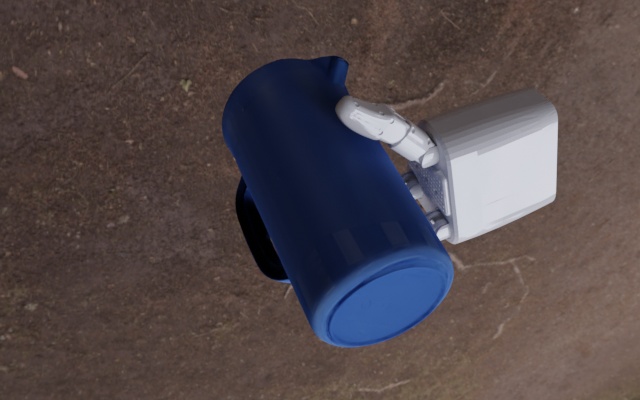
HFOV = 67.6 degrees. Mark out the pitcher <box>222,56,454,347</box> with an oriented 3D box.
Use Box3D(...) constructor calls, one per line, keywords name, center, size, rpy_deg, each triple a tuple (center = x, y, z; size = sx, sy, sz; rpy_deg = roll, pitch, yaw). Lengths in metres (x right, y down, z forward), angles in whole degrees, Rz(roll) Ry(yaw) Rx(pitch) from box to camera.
Box3D(name="pitcher", center=(0.000, 0.001, 0.409), size=(0.145, 0.149, 0.242), rpy_deg=(-19, 48, -9))
